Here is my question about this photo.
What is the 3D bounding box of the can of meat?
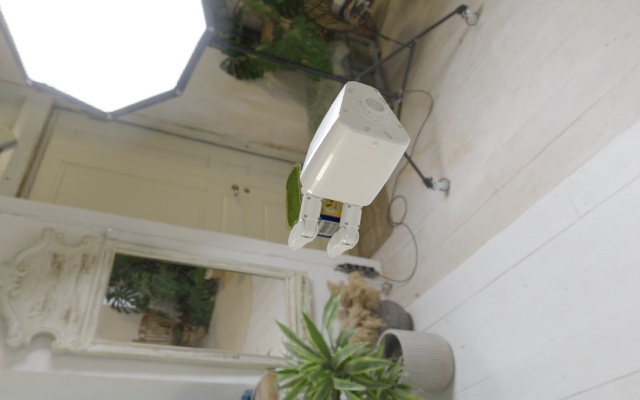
[{"bbox_3d":[0.000,0.002,0.648,0.084,0.102,0.057,12,-43,-21],"label":"can of meat"}]
